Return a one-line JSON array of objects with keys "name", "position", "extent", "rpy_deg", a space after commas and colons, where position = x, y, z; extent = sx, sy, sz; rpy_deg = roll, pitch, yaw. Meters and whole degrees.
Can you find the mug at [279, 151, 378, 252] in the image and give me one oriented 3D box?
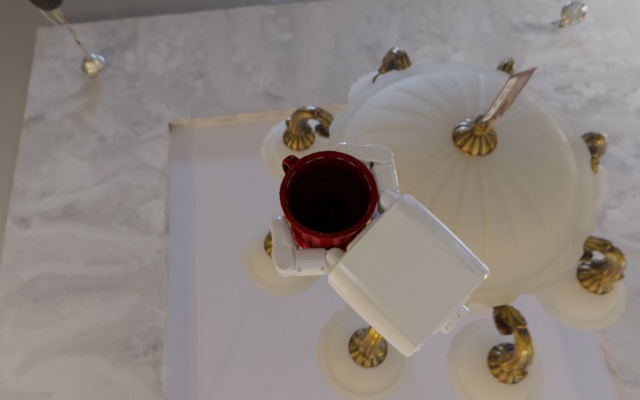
[{"name": "mug", "position": [-0.001, 0.001, 0.490], "extent": [0.093, 0.117, 0.081], "rpy_deg": [-40, -19, -16]}]
